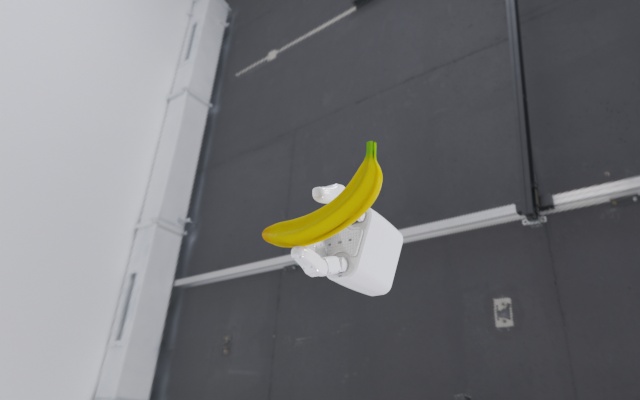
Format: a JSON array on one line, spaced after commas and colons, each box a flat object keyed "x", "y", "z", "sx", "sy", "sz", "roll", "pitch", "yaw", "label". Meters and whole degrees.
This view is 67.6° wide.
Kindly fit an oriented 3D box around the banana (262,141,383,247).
[{"x": 0.008, "y": 0.013, "z": 0.595, "sx": 0.198, "sy": 0.069, "sz": 0.037, "roll": -38, "pitch": -43, "yaw": 19, "label": "banana"}]
